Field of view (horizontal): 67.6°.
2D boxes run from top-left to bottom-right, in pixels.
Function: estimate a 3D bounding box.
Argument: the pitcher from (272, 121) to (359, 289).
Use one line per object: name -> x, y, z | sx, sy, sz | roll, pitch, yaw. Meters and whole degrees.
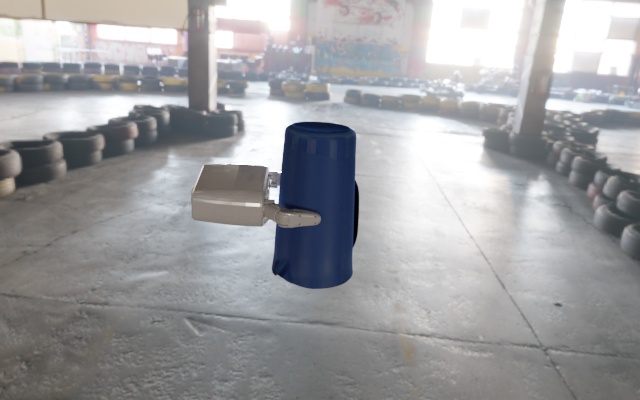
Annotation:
pitcher -> 0.000, 0.002, 0.755 | 0.145, 0.243, 0.149 | 3, 18, -3
